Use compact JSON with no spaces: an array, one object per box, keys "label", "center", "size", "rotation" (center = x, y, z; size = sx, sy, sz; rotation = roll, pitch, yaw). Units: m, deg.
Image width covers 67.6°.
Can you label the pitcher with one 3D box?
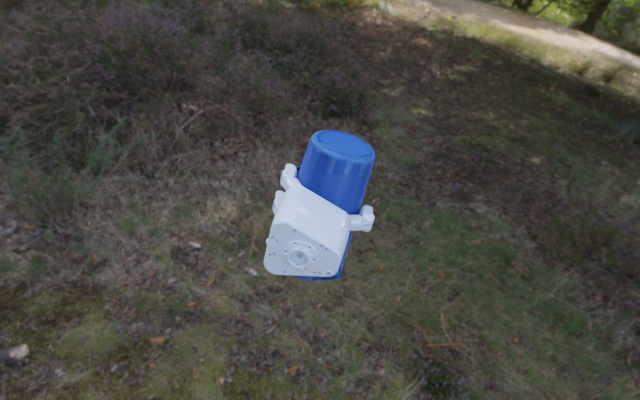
[{"label":"pitcher","center":[0.000,0.003,0.822],"size":[0.149,0.243,0.145],"rotation":[17,29,0]}]
